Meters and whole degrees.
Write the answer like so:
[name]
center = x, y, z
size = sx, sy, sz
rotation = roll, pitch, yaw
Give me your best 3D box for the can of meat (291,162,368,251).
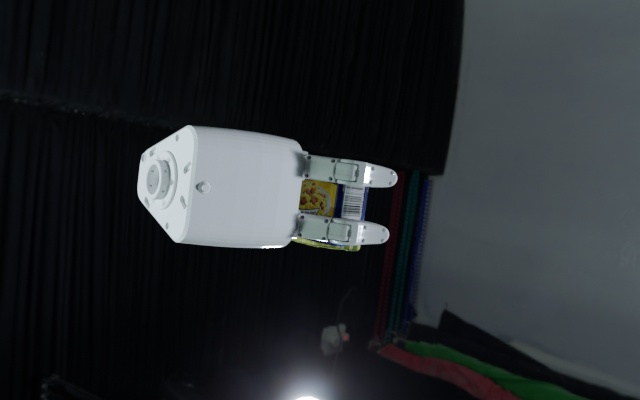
[can of meat]
center = 0.000, 0.002, 0.489
size = 0.102, 0.084, 0.057
rotation = 10, 4, 43
